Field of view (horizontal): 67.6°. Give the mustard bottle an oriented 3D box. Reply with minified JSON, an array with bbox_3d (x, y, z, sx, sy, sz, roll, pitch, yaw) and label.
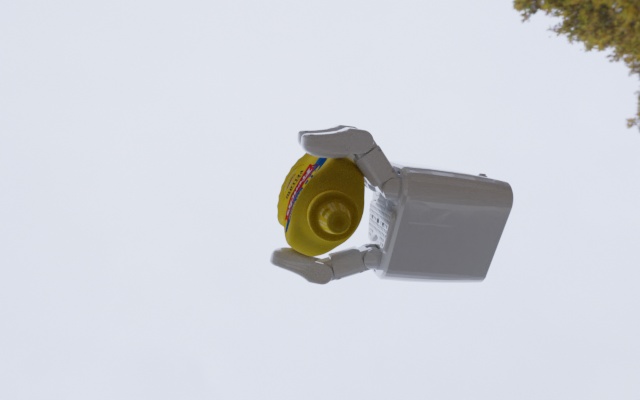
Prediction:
[{"bbox_3d":[0.000,0.001,0.448,0.058,0.096,0.191,30,4,-13],"label":"mustard bottle"}]
